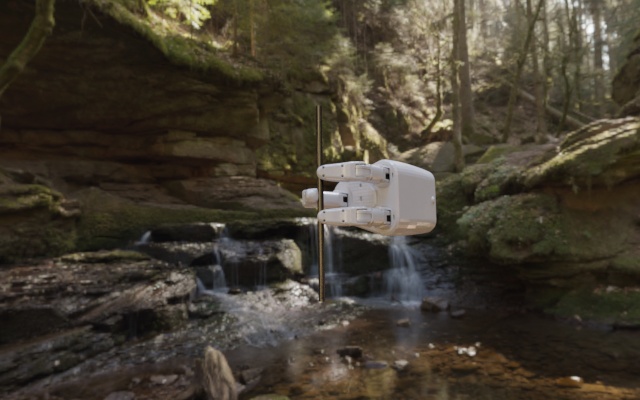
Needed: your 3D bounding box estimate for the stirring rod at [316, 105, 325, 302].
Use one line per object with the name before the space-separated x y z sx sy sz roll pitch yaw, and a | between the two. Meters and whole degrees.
stirring rod | 0.000 0.002 0.587 0.011 0.239 0.011 -1 -5 0
